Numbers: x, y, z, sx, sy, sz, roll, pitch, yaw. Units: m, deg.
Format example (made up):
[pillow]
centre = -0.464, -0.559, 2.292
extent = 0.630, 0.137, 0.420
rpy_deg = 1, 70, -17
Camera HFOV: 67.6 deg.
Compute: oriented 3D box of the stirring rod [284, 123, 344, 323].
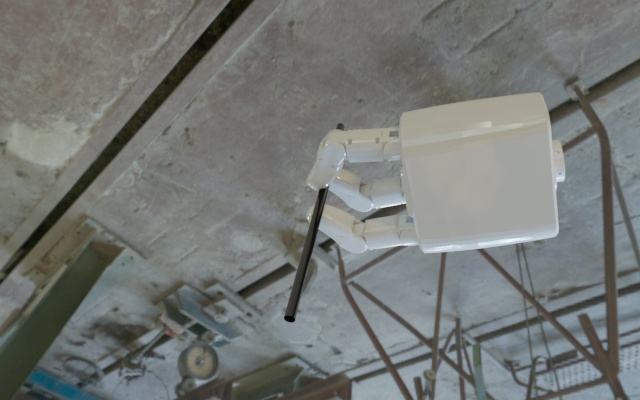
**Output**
[stirring rod]
centre = 0.000, 0.001, 0.411
extent = 0.011, 0.011, 0.239
rpy_deg = 0, 41, 13
